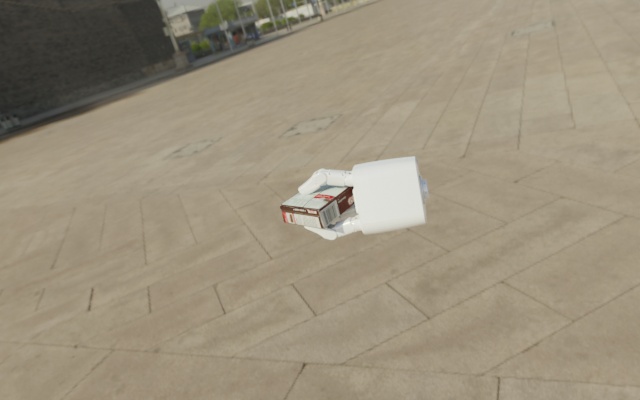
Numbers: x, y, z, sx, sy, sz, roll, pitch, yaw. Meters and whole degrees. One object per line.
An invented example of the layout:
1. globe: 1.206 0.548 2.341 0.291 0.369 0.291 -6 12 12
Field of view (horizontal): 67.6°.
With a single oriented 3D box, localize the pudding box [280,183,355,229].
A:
1. pudding box: 0.000 0.003 0.824 0.090 0.039 0.113 6 29 39
